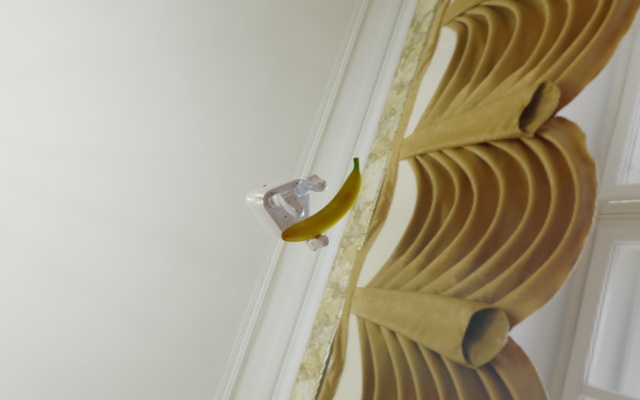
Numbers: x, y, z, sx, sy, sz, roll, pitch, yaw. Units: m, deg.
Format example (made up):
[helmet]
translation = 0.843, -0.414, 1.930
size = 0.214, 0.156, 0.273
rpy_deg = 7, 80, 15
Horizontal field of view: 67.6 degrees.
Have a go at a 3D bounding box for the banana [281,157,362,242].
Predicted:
[banana]
translation = 0.013, 0.013, 0.837
size = 0.070, 0.197, 0.037
rpy_deg = 51, -19, -25
